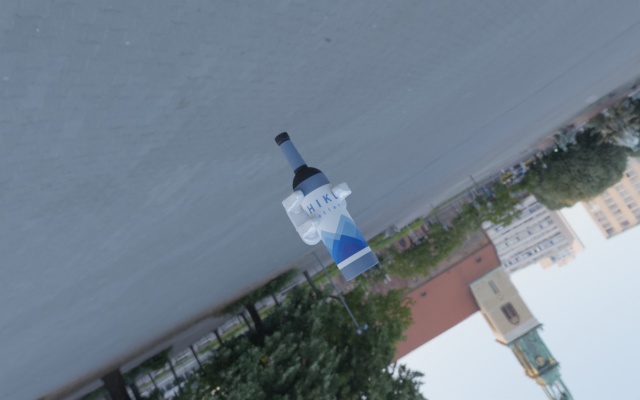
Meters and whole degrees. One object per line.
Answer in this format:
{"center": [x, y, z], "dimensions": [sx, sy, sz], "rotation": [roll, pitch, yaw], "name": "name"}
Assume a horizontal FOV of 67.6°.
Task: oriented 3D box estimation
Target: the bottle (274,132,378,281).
{"center": [0.000, 0.003, 0.874], "dimensions": [0.069, 0.295, 0.069], "rotation": [-30, -9, -5], "name": "bottle"}
